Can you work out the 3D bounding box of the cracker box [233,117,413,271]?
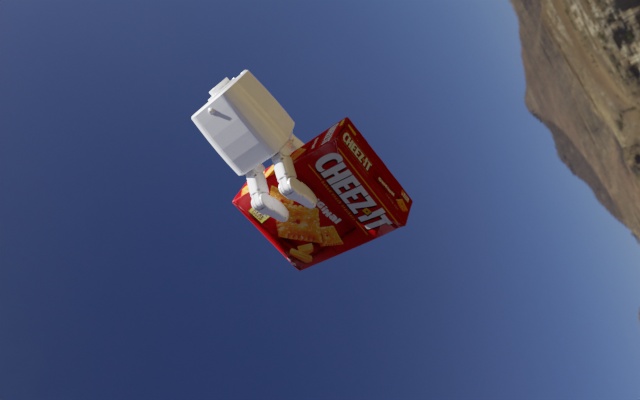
[{"bbox_3d":[0.000,0.002,0.713,0.214,0.164,0.072,-28,23,34],"label":"cracker box"}]
